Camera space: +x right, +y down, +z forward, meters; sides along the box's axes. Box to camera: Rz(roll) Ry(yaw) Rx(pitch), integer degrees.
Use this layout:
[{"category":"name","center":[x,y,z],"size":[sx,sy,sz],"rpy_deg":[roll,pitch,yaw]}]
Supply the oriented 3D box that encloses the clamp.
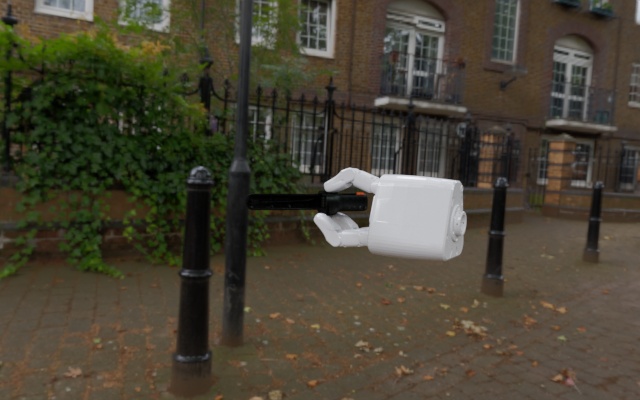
[{"category":"clamp","center":[0.001,0.002,0.743],"size":[0.164,0.036,0.210],"rpy_deg":[4,4,32]}]
